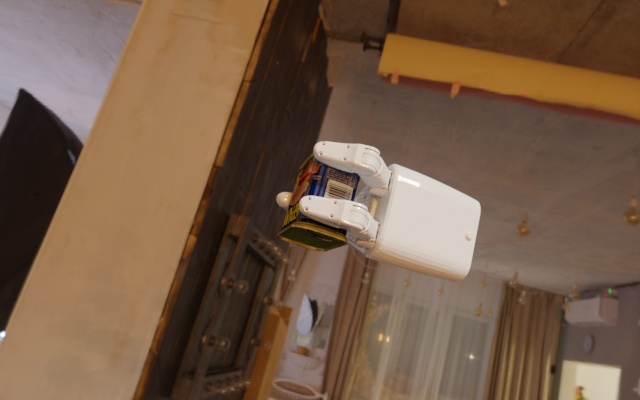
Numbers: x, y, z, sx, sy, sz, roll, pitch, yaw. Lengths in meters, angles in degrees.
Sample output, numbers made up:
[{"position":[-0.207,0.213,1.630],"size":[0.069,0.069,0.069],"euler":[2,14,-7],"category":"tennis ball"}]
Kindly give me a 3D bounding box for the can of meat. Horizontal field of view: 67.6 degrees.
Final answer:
[{"position":[0.000,0.001,0.491],"size":[0.057,0.084,0.102],"euler":[19,-15,-12],"category":"can of meat"}]
